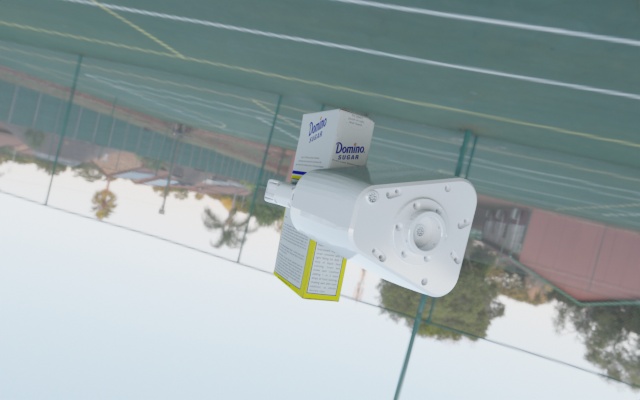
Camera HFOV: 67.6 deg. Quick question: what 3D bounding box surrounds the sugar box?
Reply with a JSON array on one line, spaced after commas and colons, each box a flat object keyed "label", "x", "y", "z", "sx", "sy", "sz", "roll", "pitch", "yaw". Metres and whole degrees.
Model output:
[{"label": "sugar box", "x": 0.001, "y": 0.002, "z": 0.476, "sx": 0.048, "sy": 0.176, "sz": 0.093, "roll": 13, "pitch": 2, "yaw": -25}]
